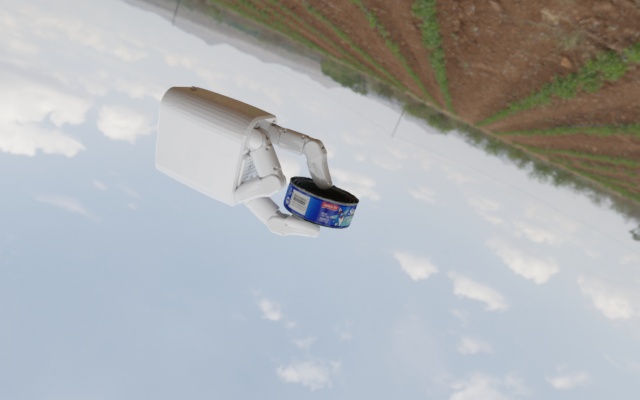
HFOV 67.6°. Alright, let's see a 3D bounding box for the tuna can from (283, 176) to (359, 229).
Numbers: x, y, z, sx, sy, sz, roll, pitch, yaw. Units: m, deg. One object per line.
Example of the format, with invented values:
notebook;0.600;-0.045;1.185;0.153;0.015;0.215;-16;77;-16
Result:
tuna can;0.000;0.002;0.564;0.086;0.034;0.086;18;13;-4
